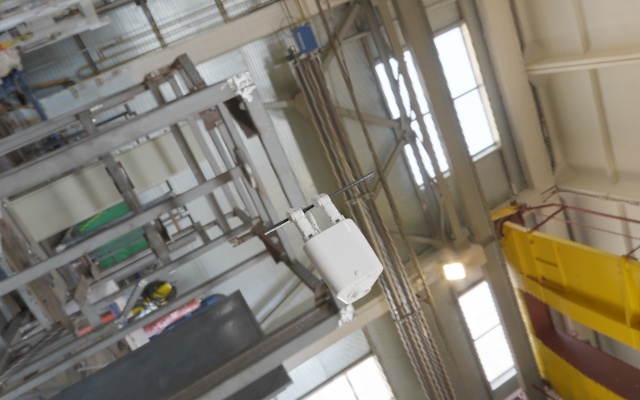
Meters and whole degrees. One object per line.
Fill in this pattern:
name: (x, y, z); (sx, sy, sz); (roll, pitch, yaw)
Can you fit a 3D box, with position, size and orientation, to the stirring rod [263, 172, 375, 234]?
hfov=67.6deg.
stirring rod: (0.000, 0.003, 0.894); (0.239, 0.011, 0.011); (-28, 8, -14)
